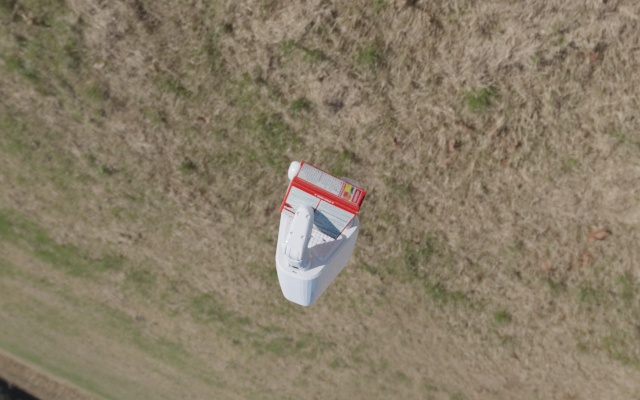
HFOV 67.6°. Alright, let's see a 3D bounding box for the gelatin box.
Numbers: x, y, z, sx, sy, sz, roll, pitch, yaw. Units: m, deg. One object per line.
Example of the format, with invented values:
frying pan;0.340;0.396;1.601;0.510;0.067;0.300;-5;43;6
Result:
gelatin box;0.000;0.002;0.506;0.073;0.030;0.089;26;-25;-2
